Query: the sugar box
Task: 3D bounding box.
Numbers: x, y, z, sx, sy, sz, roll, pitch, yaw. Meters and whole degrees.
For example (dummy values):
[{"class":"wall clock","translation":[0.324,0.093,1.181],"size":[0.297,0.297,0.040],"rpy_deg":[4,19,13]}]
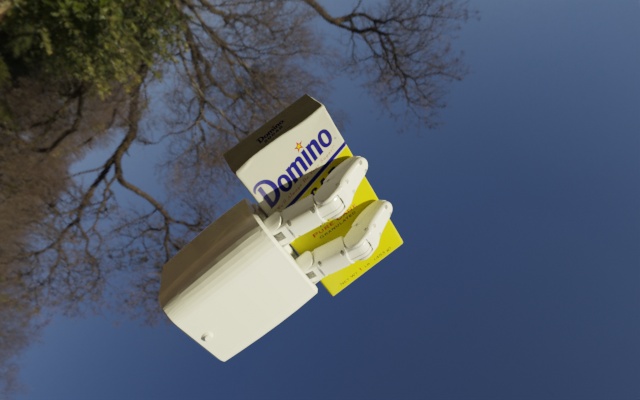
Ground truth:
[{"class":"sugar box","translation":[0.000,0.002,0.442],"size":[0.093,0.176,0.048],"rpy_deg":[-38,37,-3]}]
